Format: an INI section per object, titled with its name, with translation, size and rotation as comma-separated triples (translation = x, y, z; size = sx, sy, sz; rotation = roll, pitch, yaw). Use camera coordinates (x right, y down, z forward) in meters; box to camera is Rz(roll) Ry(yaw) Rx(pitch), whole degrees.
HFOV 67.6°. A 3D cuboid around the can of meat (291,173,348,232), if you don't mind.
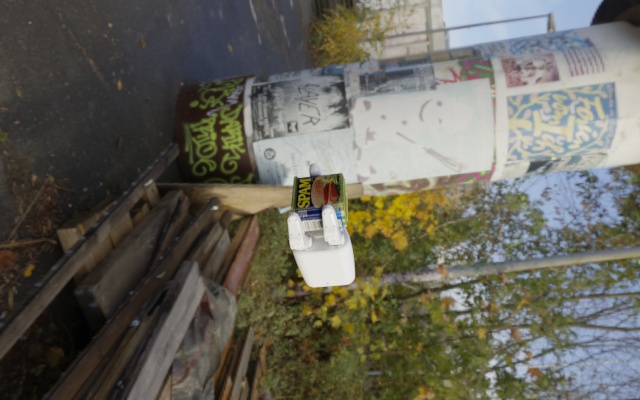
[can of meat]
translation = 0.000, 0.002, 0.781
size = 0.084, 0.057, 0.102
rotation = -6, 43, 7
